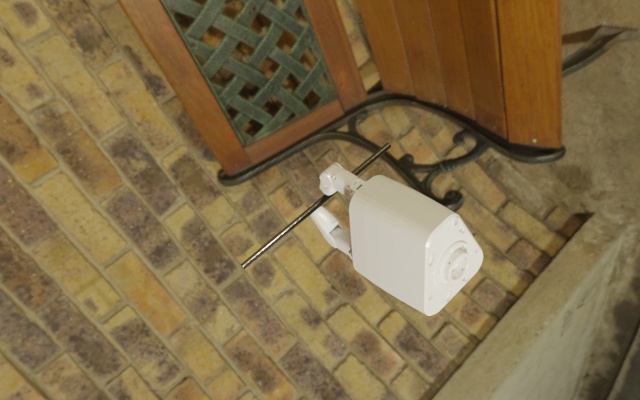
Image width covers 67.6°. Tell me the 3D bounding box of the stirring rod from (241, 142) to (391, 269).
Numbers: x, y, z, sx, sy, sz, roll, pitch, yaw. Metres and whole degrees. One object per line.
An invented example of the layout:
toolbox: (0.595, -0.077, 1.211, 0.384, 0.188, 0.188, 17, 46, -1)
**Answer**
stirring rod: (0.000, 0.002, 0.576, 0.239, 0.011, 0.011, -40, 14, -18)
